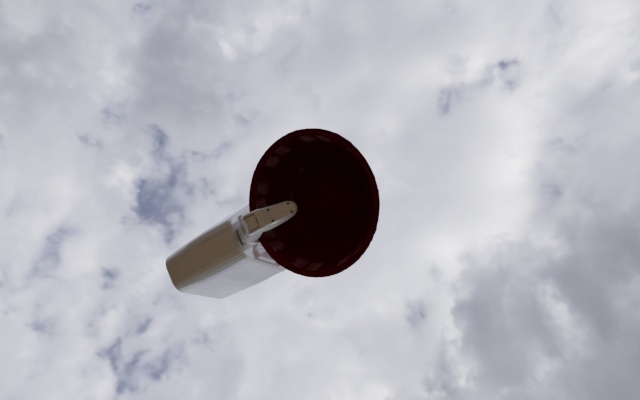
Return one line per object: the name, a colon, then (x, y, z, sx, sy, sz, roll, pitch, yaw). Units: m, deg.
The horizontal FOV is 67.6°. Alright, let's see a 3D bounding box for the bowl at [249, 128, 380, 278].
bowl: (0.001, 0.001, 0.535, 0.162, 0.162, 0.055, 0, 3, 29)
